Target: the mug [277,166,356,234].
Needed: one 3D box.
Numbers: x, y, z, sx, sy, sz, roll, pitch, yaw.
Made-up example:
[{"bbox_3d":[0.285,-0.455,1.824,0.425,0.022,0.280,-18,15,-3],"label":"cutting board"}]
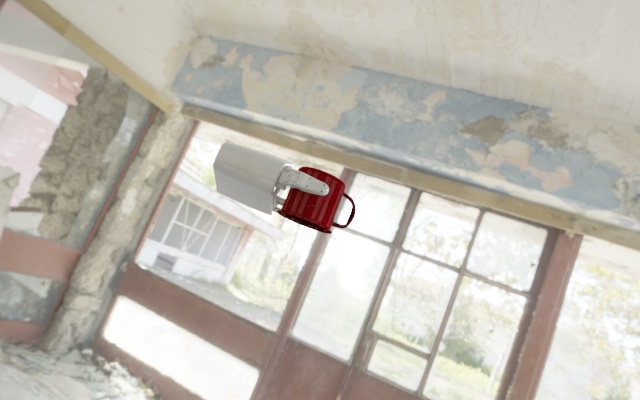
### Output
[{"bbox_3d":[0.002,0.003,0.752,0.117,0.081,0.093,21,-10,2],"label":"mug"}]
